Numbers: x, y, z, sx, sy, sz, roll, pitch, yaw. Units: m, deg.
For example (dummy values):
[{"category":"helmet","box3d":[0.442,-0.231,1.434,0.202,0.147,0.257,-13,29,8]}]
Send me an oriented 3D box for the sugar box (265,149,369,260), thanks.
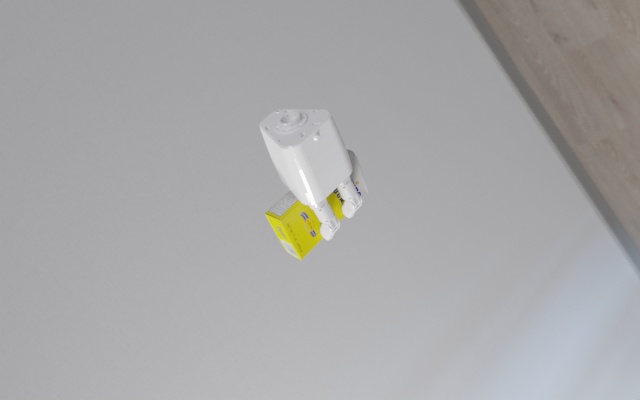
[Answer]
[{"category":"sugar box","box3d":[0.000,0.003,0.772,0.176,0.093,0.048,-43,41,-22]}]
